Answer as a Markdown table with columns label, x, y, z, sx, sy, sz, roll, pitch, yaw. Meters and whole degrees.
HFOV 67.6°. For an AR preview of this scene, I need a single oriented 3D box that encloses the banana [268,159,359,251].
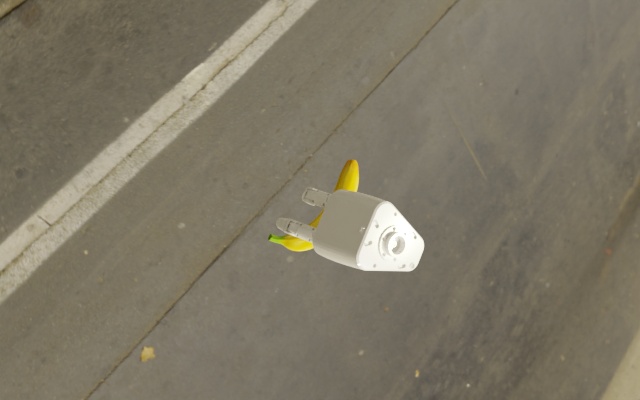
| label | x | y | z | sx | sy | sz | roll | pitch | yaw |
| --- | --- | --- | --- | --- | --- | --- | --- | --- | --- |
| banana | 0.008 | 0.019 | 0.779 | 0.197 | 0.070 | 0.037 | -44 | 24 | -17 |
